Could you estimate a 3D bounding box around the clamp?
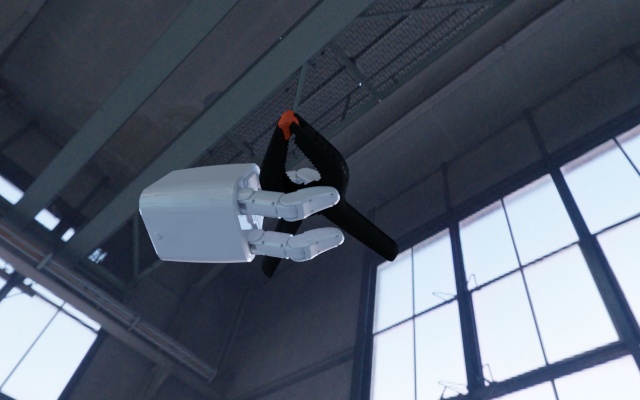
[{"bbox_3d":[0.000,0.001,0.519,0.164,0.210,0.036,-4,36,5],"label":"clamp"}]
